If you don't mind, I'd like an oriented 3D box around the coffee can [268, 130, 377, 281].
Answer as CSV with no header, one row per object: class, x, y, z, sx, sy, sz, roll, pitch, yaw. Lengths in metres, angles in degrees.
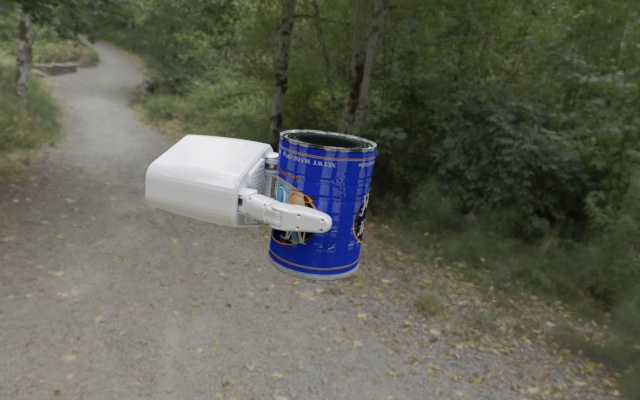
coffee can,0.000,0.002,0.519,0.103,0.140,0.102,7,16,-2
